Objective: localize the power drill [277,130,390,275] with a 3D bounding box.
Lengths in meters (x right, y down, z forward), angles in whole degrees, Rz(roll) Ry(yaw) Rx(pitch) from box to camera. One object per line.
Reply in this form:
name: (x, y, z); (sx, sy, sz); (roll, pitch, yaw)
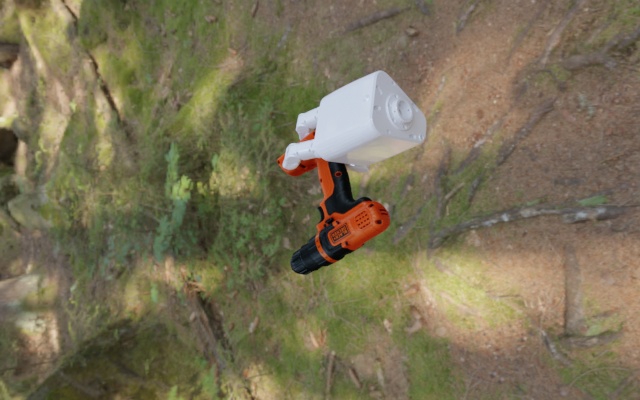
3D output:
power drill: (0.000, 0.002, 0.730); (0.184, 0.187, 0.057); (-34, -21, 29)
